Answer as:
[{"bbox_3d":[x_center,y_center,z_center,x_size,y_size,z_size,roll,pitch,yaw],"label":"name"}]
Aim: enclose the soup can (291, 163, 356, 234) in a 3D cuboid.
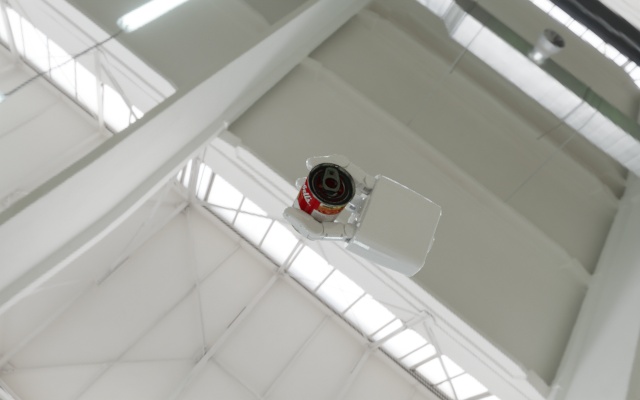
[{"bbox_3d":[0.000,0.002,0.676,0.068,0.068,0.102,0,-29,-21],"label":"soup can"}]
